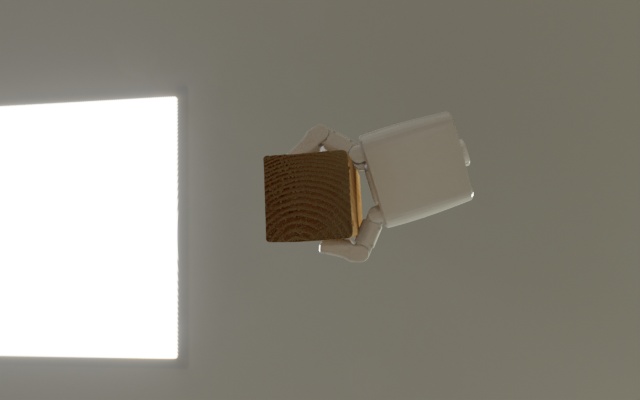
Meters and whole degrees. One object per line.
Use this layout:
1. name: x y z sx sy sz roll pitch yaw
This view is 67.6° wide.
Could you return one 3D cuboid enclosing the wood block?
1. wood block: 0.001 0.002 0.579 0.090 0.091 0.206 -4 -4 8
